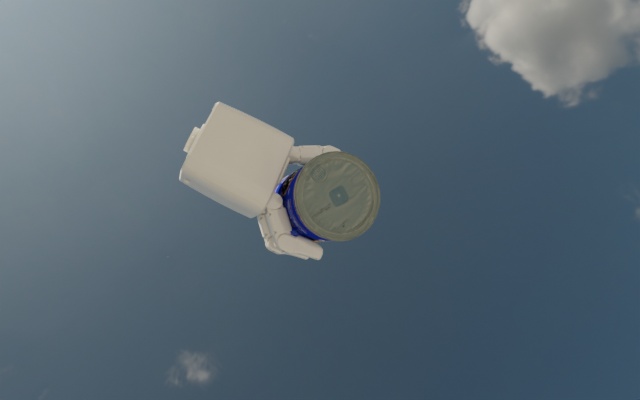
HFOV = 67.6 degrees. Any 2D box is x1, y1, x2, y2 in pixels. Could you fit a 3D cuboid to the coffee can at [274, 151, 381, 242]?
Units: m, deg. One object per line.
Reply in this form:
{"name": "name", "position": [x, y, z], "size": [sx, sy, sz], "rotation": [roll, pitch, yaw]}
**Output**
{"name": "coffee can", "position": [0.000, 0.002, 0.603], "size": [0.103, 0.103, 0.140], "rotation": [0, -6, -18]}
